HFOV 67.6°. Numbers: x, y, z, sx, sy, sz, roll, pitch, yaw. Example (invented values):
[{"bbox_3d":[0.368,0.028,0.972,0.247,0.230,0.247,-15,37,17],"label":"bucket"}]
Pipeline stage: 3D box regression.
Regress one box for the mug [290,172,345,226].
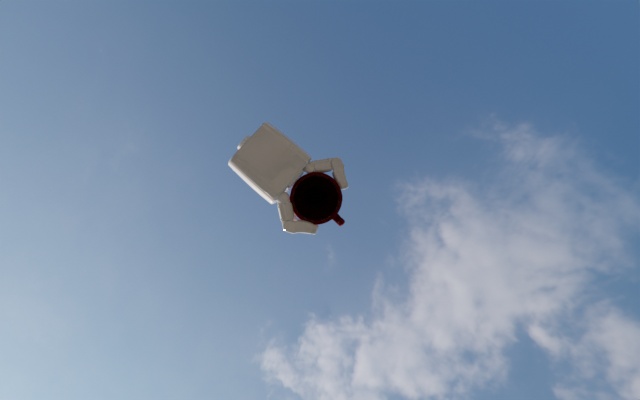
[{"bbox_3d":[0.001,0.004,0.880,0.117,0.093,0.081,41,0,-3],"label":"mug"}]
